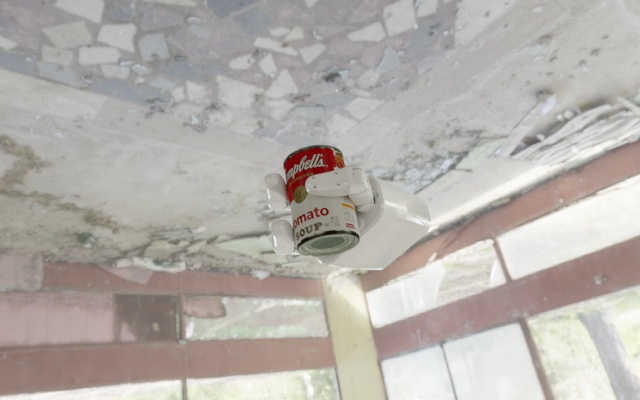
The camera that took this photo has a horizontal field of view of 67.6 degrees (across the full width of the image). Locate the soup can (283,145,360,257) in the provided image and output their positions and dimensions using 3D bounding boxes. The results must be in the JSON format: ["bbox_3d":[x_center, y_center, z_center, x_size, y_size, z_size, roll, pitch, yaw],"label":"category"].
[{"bbox_3d":[0.000,0.002,0.508,0.068,0.102,0.068,-8,-24,-4],"label":"soup can"}]
